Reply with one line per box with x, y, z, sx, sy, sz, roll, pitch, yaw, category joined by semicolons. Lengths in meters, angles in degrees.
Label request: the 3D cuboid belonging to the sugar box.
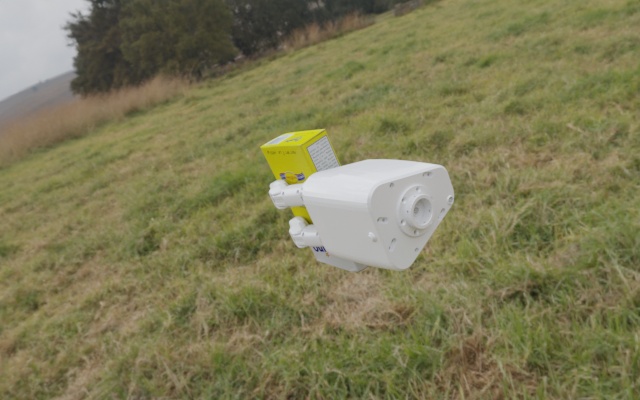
0.000;0.002;0.584;0.048;0.176;0.093;-34;22;-28;sugar box
